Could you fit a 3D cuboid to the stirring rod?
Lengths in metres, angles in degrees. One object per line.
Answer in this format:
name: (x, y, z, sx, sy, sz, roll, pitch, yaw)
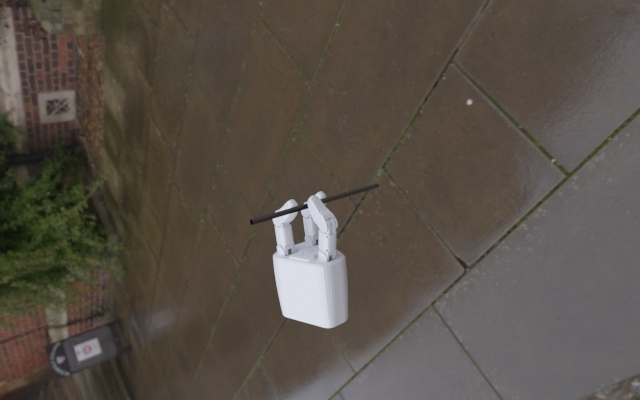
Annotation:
stirring rod: (0.000, 0.002, 0.721, 0.239, 0.011, 0.011, -16, 9, -35)
